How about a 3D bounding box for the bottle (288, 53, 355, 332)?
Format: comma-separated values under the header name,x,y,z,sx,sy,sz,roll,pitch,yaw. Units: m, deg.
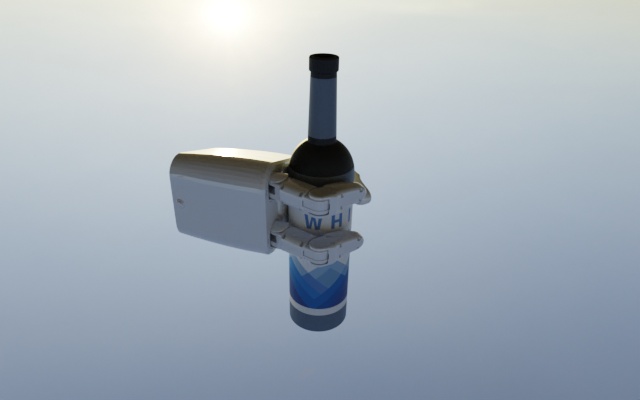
name,x,y,z,sx,sy,sz,roll,pitch,yaw
bottle,0.000,0.002,0.492,0.069,0.296,0.069,1,28,-1
